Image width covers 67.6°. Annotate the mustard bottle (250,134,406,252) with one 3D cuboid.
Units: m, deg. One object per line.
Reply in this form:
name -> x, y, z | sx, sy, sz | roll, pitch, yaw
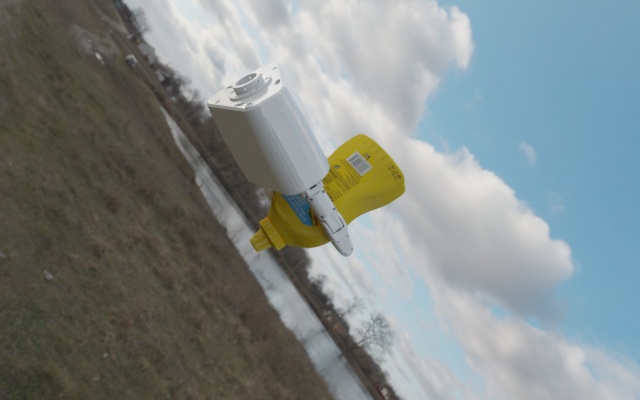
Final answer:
mustard bottle -> 0.000, 0.002, 0.574 | 0.191, 0.096, 0.058 | -33, -32, -8
